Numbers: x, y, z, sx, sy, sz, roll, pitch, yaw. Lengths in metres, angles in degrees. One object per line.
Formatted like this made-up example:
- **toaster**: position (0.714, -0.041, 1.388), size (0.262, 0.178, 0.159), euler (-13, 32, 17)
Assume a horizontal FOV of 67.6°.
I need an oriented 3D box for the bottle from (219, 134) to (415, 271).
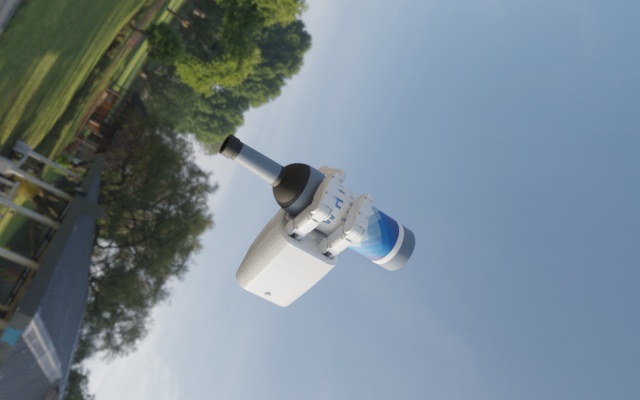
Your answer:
- **bottle**: position (0.000, 0.002, 0.629), size (0.296, 0.069, 0.069), euler (32, -15, -26)
